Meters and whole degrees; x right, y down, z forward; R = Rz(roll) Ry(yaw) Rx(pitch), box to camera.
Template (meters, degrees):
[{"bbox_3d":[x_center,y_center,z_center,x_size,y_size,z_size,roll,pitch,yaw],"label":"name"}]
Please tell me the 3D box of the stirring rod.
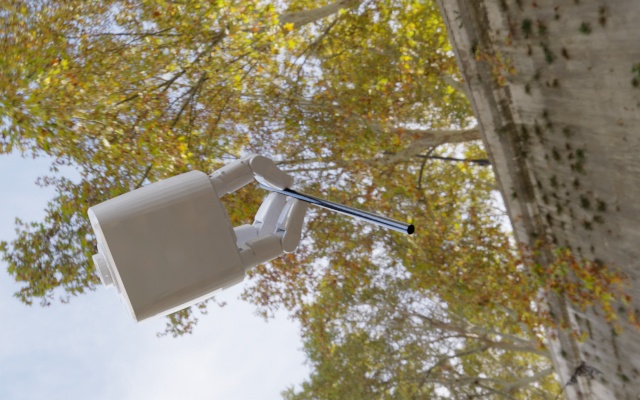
[{"bbox_3d":[0.000,0.001,0.450,0.011,0.011,0.239,0,10,-34],"label":"stirring rod"}]
